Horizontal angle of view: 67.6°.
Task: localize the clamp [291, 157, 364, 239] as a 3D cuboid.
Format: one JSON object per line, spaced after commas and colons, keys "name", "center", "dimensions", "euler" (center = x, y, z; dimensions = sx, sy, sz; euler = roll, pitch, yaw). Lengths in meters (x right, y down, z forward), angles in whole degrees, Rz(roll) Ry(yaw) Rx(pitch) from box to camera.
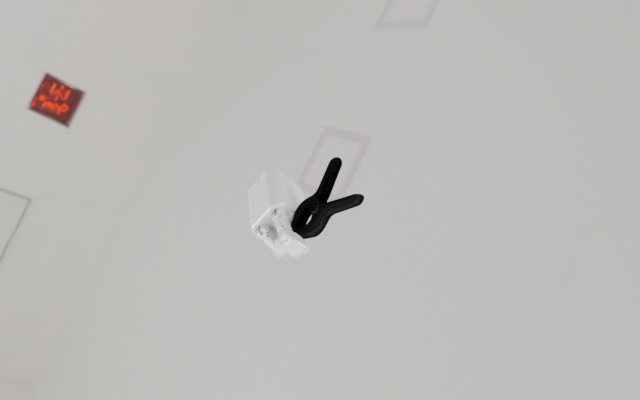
{"name": "clamp", "center": [0.000, 0.003, 0.873], "dimensions": [0.171, 0.120, 0.039], "euler": [-38, -49, 24]}
